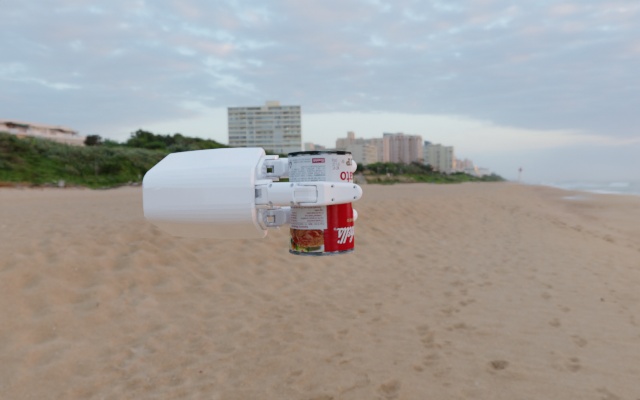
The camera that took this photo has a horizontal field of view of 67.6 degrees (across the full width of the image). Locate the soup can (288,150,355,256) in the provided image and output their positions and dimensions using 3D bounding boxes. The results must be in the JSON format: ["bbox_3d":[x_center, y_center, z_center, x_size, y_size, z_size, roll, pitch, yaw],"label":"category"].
[{"bbox_3d":[0.001,0.001,0.490,0.068,0.102,0.068,-1,2,0],"label":"soup can"}]
